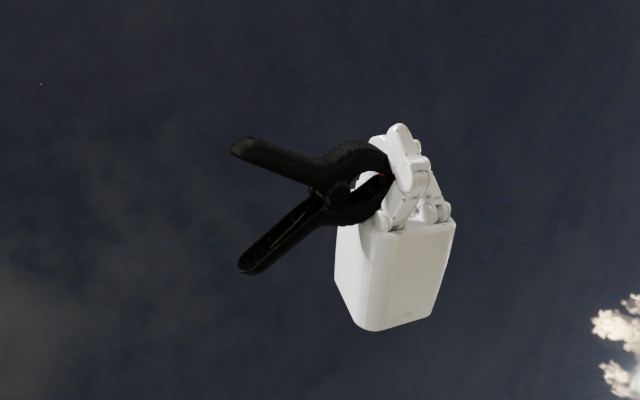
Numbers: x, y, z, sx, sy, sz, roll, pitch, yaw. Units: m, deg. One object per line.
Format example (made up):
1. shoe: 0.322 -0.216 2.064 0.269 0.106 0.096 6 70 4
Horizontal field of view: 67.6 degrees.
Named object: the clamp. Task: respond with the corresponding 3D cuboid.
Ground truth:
1. clamp: 0.000 0.001 0.405 0.171 0.120 0.039 -5 36 -30
